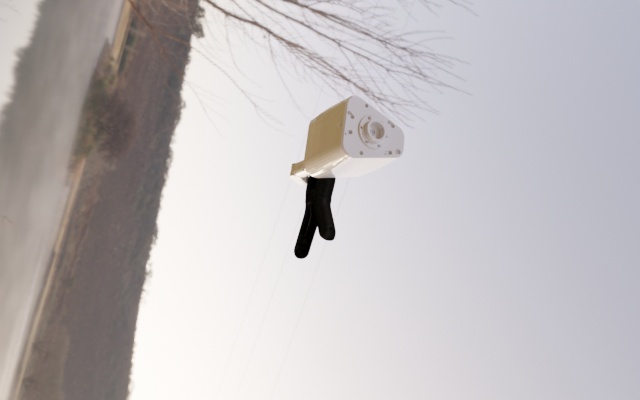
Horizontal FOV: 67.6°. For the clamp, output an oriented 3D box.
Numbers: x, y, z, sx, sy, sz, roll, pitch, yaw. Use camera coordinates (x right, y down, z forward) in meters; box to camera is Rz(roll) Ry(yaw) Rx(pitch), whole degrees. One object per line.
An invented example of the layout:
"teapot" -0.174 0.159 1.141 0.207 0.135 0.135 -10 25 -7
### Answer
"clamp" 0.001 0.002 0.746 0.039 0.171 0.120 15 -17 -26
